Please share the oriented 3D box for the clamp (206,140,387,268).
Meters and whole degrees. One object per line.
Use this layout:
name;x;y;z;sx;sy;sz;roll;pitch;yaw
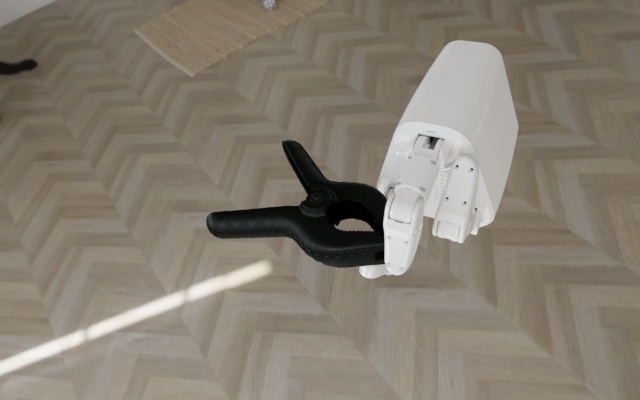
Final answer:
clamp;0.000;0.001;0.402;0.171;0.120;0.039;15;-31;24
